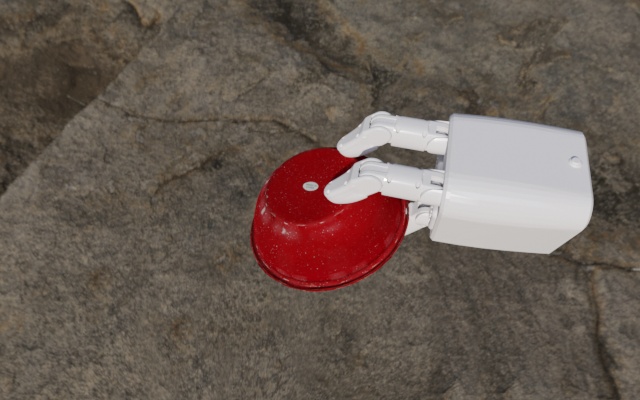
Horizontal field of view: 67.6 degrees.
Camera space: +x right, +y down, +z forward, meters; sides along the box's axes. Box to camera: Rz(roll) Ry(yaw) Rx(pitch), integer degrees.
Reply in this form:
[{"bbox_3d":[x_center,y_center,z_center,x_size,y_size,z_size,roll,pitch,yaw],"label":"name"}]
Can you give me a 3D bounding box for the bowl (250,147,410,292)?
[{"bbox_3d":[-0.001,0.001,0.451,0.162,0.162,0.055,0,-37,20],"label":"bowl"}]
